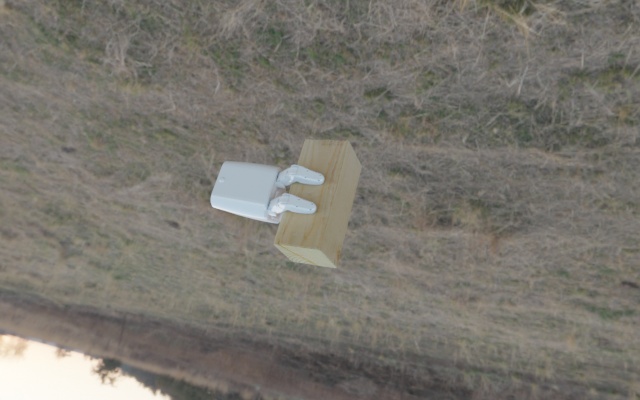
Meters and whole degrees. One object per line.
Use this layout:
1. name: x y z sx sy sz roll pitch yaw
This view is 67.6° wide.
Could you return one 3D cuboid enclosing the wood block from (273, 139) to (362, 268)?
1. wood block: 0.000 0.003 0.845 0.090 0.206 0.091 5 -25 23
